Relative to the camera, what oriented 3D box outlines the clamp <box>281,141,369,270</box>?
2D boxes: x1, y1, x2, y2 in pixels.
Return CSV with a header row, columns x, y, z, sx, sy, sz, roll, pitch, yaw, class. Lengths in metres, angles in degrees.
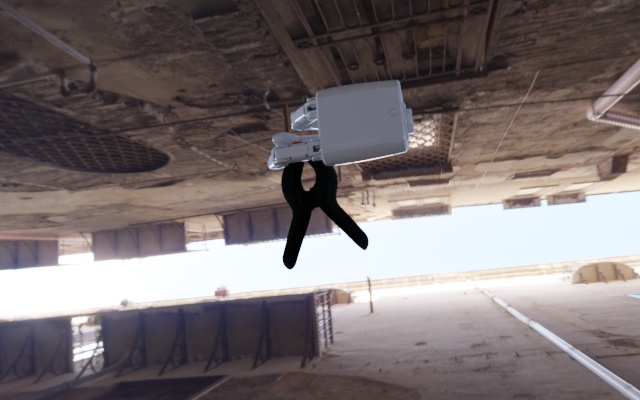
x,y,z,sx,sy,sz,roll,pitch,yaw,class
0.000,0.002,0.635,0.120,0.171,0.039,-7,-7,14,clamp
